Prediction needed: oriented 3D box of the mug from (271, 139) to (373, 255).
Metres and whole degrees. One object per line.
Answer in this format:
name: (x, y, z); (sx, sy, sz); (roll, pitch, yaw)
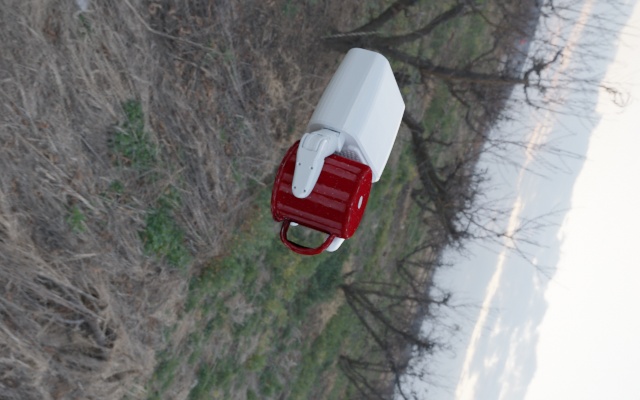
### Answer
mug: (0.000, 0.003, 0.498); (0.081, 0.117, 0.093); (18, -19, 15)
